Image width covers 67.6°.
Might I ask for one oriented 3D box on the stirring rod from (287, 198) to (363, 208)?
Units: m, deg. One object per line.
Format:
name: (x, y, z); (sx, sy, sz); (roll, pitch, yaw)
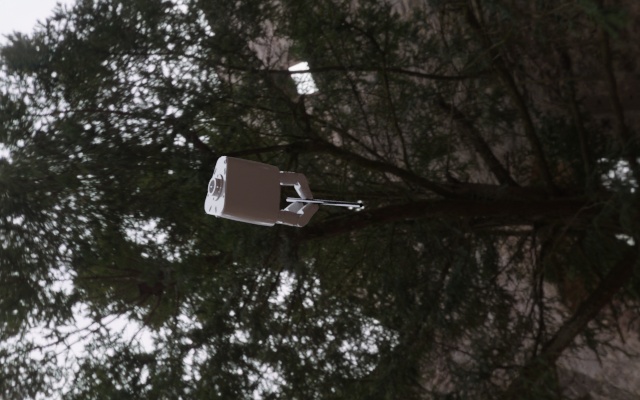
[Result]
stirring rod: (0.000, 0.003, 0.885); (0.011, 0.011, 0.239); (0, 2, -34)
